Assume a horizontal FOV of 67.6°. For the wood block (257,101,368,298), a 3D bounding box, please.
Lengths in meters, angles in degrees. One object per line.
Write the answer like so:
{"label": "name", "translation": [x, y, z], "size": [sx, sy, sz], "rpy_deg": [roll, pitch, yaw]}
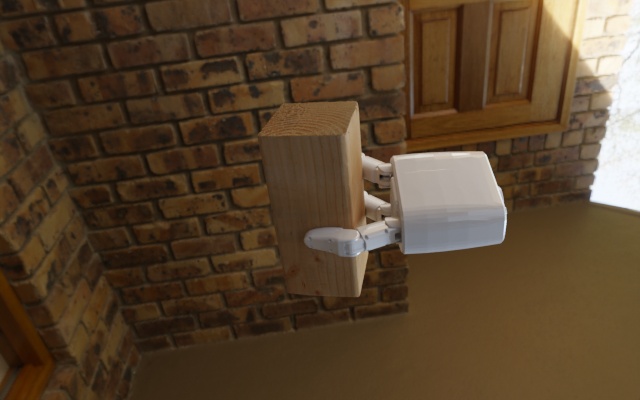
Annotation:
{"label": "wood block", "translation": [0.000, 0.002, 0.544], "size": [0.090, 0.206, 0.090], "rpy_deg": [1, 32, 13]}
